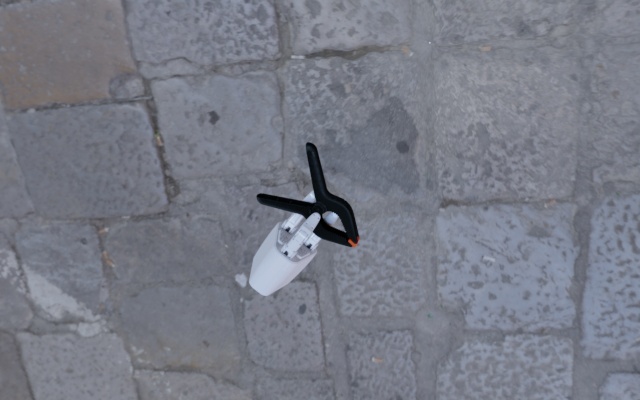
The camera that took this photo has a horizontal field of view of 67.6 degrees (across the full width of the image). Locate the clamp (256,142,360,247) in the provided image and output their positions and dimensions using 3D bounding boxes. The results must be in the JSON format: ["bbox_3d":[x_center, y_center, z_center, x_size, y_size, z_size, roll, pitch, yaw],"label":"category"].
[{"bbox_3d":[0.000,0.004,0.897,0.210,0.165,0.036,38,28,-2],"label":"clamp"}]
